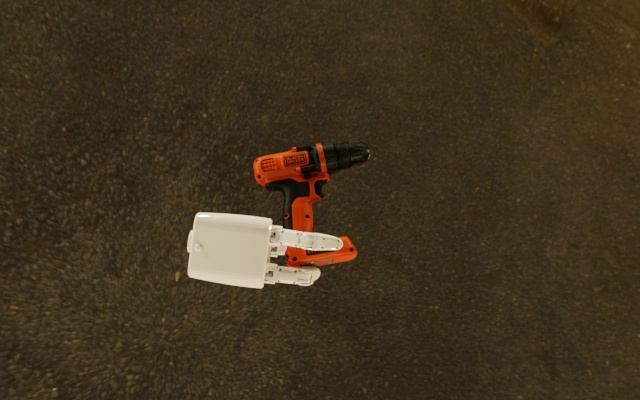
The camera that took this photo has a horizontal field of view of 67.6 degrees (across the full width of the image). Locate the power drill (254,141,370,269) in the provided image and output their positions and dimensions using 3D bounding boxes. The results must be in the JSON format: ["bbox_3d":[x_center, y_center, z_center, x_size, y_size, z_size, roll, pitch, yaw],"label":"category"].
[{"bbox_3d":[0.000,0.003,0.732,0.184,0.187,0.057,-11,-18,-2],"label":"power drill"}]
